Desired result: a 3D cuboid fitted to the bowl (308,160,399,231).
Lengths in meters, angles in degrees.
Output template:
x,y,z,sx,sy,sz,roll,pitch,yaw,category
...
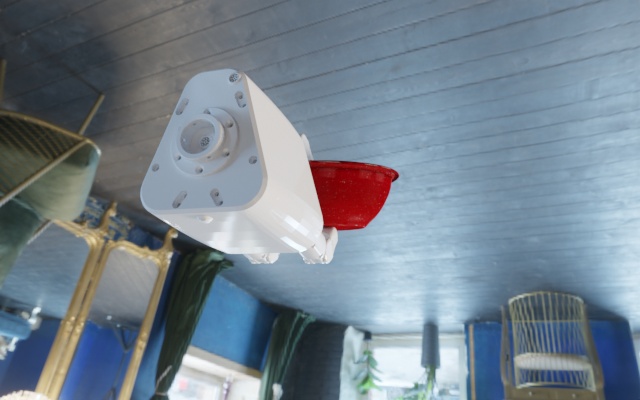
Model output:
x,y,z,sx,sy,sz,roll,pitch,yaw,category
0.001,0.002,0.492,0.162,0.055,0.162,-1,-7,0,bowl
